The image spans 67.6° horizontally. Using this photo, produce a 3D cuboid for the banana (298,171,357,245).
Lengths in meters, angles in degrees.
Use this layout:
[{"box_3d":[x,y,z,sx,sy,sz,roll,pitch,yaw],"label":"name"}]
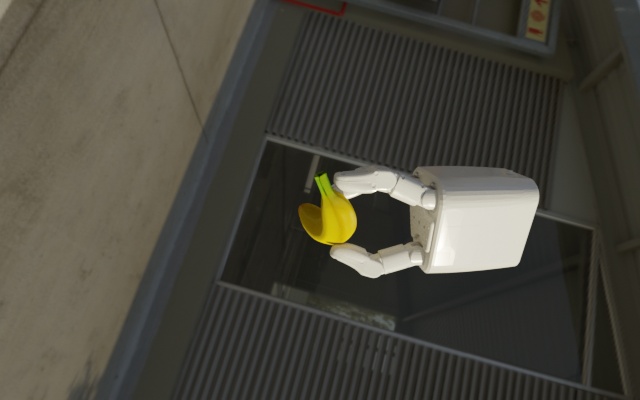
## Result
[{"box_3d":[0.007,0.018,0.540,0.037,0.069,0.198,-19,-7,-12],"label":"banana"}]
